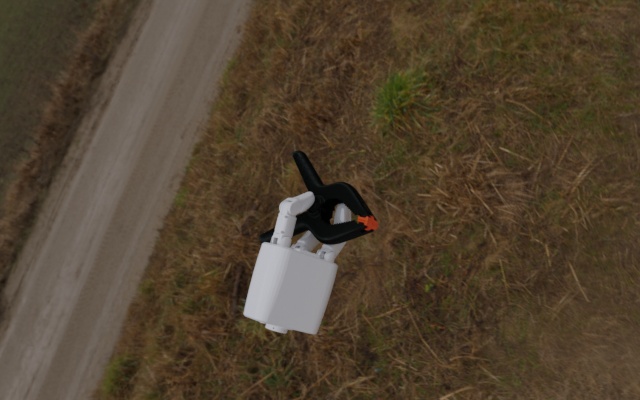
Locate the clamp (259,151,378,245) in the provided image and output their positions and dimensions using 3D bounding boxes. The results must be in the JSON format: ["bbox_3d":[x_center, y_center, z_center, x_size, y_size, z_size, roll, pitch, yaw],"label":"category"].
[{"bbox_3d":[0.000,0.002,0.723,0.210,0.164,0.036,6,-13,42],"label":"clamp"}]
